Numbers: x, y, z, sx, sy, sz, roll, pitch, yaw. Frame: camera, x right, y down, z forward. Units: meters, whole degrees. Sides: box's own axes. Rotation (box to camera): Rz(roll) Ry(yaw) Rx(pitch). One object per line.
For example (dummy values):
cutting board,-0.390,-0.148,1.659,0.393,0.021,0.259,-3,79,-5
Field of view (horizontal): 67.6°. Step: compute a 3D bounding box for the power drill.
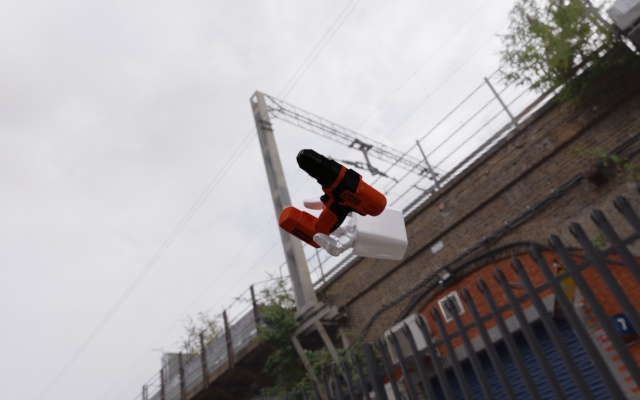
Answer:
power drill,0.000,0.003,0.878,0.184,0.057,0.188,33,-45,-15
